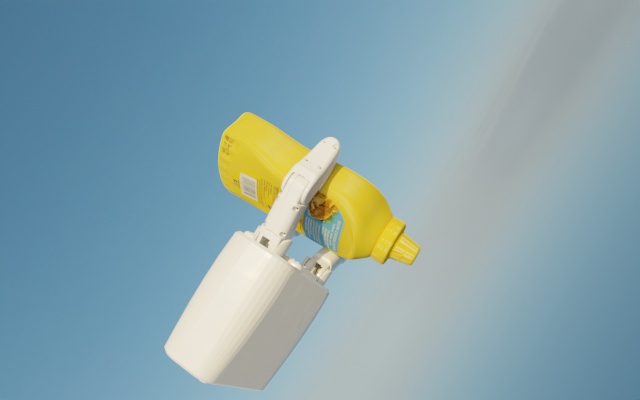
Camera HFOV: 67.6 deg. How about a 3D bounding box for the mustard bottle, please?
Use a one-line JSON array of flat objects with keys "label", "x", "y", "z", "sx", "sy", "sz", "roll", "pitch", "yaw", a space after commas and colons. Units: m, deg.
[{"label": "mustard bottle", "x": 0.000, "y": 0.001, "z": 0.425, "sx": 0.191, "sy": 0.058, "sz": 0.096, "roll": 30, "pitch": -33, "yaw": 15}]
